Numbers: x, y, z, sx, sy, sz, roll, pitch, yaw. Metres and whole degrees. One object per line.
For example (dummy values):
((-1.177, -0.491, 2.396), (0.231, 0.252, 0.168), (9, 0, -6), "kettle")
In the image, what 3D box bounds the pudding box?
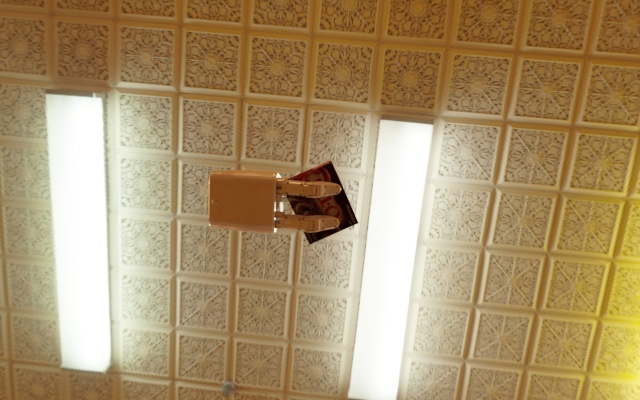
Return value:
((0.000, 0.003, 0.785), (0.090, 0.113, 0.039), (-24, 11, 6), "pudding box")
